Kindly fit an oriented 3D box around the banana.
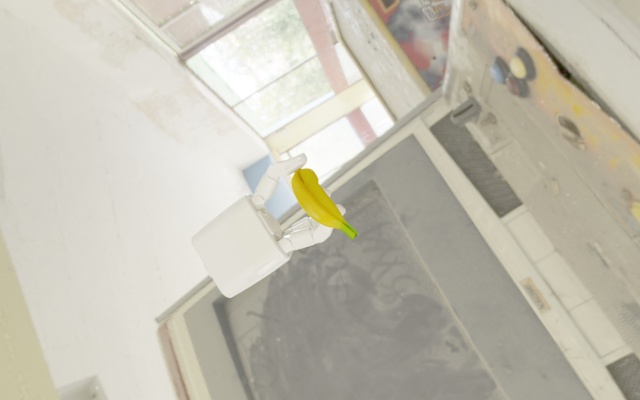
[{"bbox_3d":[-0.010,-0.009,0.645,0.037,0.070,0.197,-40,29,5],"label":"banana"}]
